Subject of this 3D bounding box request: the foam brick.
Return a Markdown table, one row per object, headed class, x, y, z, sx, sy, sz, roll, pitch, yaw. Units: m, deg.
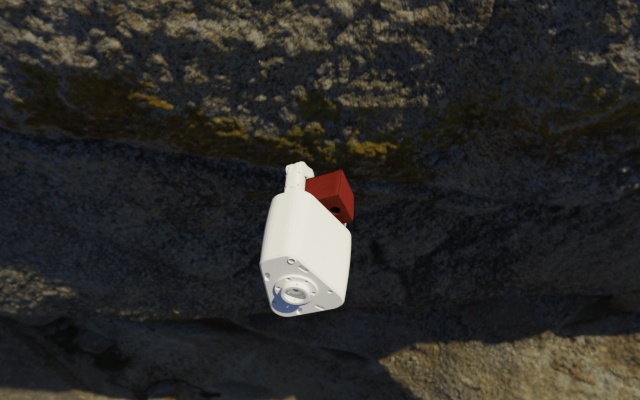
| class | x | y | z | sx | sy | sz | roll | pitch | yaw |
| --- | --- | --- | --- | --- | --- | --- | --- | --- | --- |
| foam brick | 0.000 | 0.002 | 0.628 | 0.078 | 0.053 | 0.051 | -15 | 39 | 18 |
